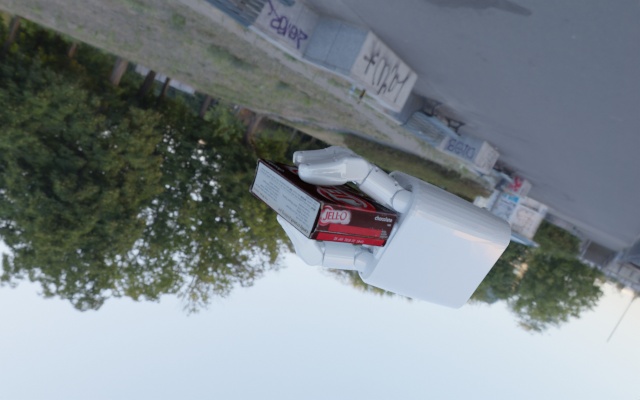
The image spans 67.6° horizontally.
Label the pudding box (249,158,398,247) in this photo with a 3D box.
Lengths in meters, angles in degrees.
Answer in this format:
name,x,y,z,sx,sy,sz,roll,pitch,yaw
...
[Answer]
name,x,y,z,sx,sy,sz,roll,pitch,yaw
pudding box,0.000,0.002,0.439,0.090,0.039,0.113,11,13,-40
